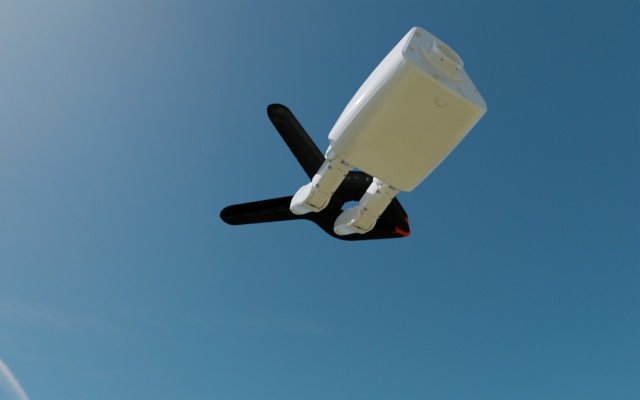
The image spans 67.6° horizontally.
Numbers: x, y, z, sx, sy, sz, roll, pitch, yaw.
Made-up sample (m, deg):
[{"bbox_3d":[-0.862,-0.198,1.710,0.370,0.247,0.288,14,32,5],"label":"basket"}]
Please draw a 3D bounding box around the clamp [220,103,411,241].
[{"bbox_3d":[0.001,0.001,0.528,0.210,0.036,0.165,26,-52,-19],"label":"clamp"}]
